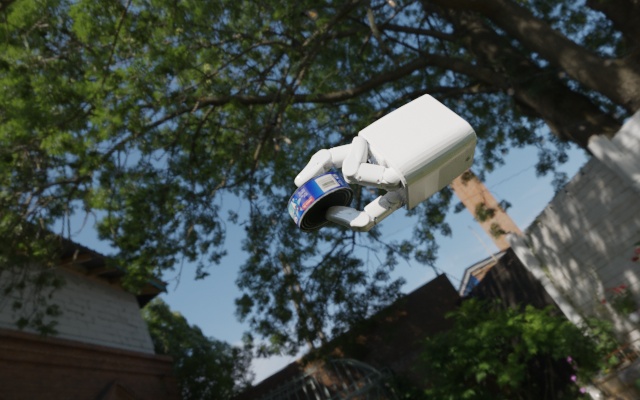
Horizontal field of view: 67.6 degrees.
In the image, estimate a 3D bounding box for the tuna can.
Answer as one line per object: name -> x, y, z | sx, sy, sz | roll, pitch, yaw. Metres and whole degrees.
tuna can -> 0.000, 0.002, 0.629 | 0.086, 0.033, 0.086 | -30, -25, -16
